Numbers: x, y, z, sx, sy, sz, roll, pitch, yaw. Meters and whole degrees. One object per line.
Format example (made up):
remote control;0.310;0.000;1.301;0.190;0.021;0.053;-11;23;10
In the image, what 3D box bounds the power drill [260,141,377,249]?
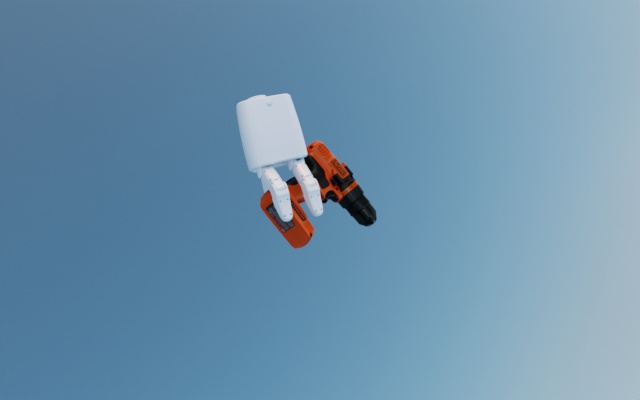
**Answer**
power drill;0.000;0.003;0.819;0.057;0.184;0.187;-40;0;44
